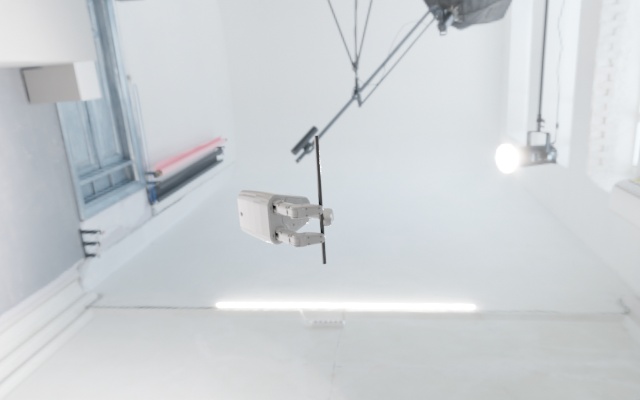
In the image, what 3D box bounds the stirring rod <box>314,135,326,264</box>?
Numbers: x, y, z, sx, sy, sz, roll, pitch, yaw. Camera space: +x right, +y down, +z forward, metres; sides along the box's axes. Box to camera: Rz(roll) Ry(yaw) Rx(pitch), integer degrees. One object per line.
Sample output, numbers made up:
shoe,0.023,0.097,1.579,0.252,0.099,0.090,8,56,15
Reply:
stirring rod,0.000,0.003,0.865,0.011,0.239,0.011,-3,16,1
